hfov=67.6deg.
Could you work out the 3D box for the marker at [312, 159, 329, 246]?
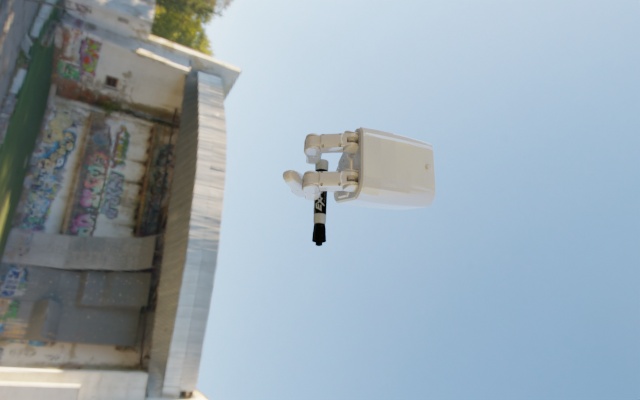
[{"bbox_3d":[0.000,0.002,0.644,0.020,0.121,0.020,2,-21,1],"label":"marker"}]
